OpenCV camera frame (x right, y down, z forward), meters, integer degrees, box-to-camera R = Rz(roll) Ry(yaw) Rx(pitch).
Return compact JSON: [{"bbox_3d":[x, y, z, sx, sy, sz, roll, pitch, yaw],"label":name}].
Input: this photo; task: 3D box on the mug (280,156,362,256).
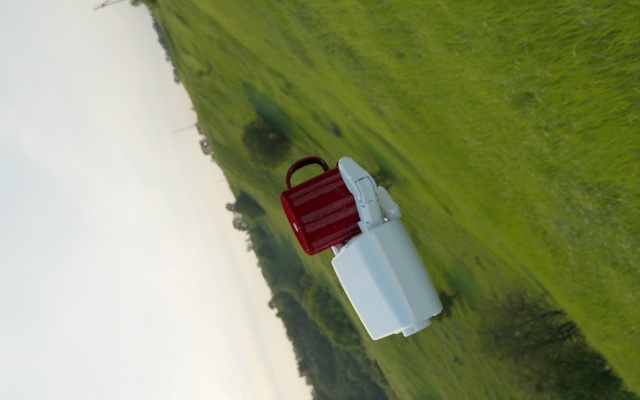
[{"bbox_3d":[-0.001,0.001,0.556,0.081,0.117,0.093,-25,-15,-10],"label":"mug"}]
